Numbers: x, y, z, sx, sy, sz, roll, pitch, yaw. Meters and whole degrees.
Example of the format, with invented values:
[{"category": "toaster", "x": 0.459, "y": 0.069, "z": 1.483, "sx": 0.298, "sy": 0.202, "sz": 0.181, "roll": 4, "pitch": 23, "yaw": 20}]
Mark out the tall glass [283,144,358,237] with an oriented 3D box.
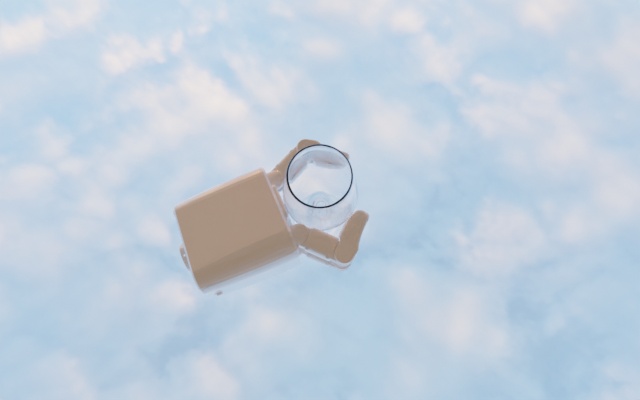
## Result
[{"category": "tall glass", "x": 0.000, "y": 0.002, "z": 0.531, "sx": 0.079, "sy": 0.079, "sz": 0.201, "roll": 0, "pitch": -14, "yaw": 0}]
